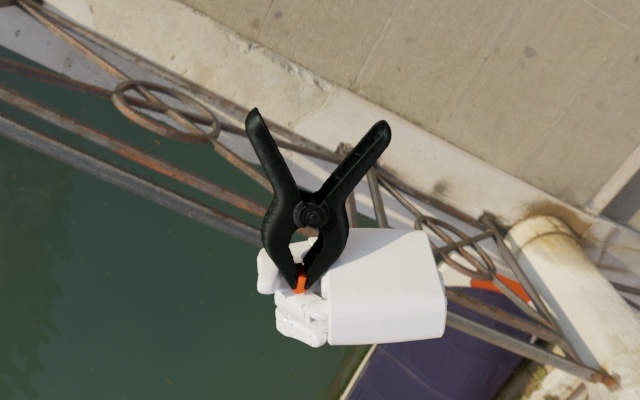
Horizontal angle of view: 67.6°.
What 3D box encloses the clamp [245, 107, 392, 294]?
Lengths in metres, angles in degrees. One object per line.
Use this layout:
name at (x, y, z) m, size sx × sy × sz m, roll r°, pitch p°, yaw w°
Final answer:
clamp at (0.000, 0.002, 0.415) m, size 0.120 × 0.171 × 0.039 m, roll -2°, pitch 28°, yaw -4°
